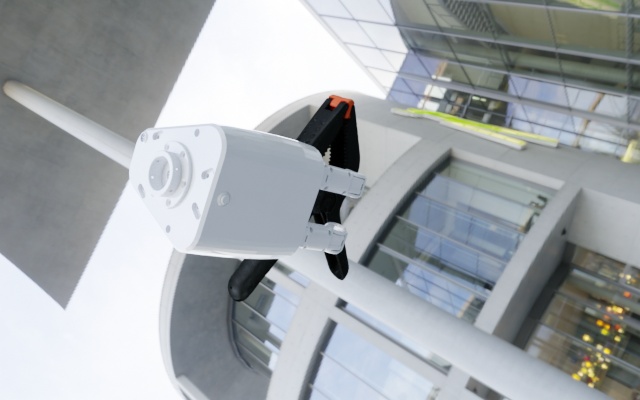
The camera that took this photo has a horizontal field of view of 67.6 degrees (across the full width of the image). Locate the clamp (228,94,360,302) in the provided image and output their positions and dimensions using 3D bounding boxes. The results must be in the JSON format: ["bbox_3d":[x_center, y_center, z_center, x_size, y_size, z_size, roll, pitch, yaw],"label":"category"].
[{"bbox_3d":[0.000,0.001,0.486,0.036,0.210,0.164,25,10,37],"label":"clamp"}]
